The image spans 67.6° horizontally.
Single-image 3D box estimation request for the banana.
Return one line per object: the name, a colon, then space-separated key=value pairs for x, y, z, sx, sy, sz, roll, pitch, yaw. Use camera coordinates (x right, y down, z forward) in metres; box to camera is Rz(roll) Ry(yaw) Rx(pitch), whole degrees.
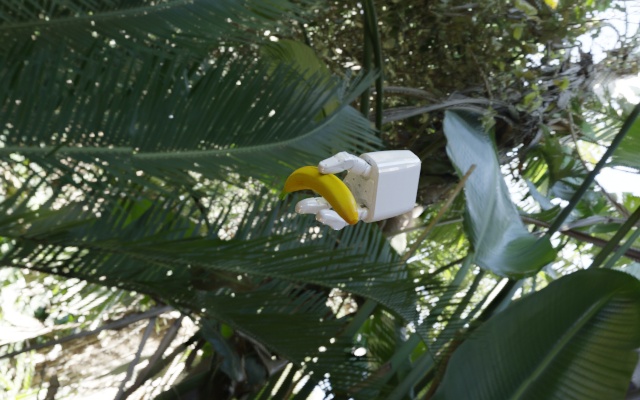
banana: x=-0.001 y=-0.016 z=0.761 sx=0.037 sy=0.069 sz=0.197 roll=-4 pitch=14 yaw=-36
